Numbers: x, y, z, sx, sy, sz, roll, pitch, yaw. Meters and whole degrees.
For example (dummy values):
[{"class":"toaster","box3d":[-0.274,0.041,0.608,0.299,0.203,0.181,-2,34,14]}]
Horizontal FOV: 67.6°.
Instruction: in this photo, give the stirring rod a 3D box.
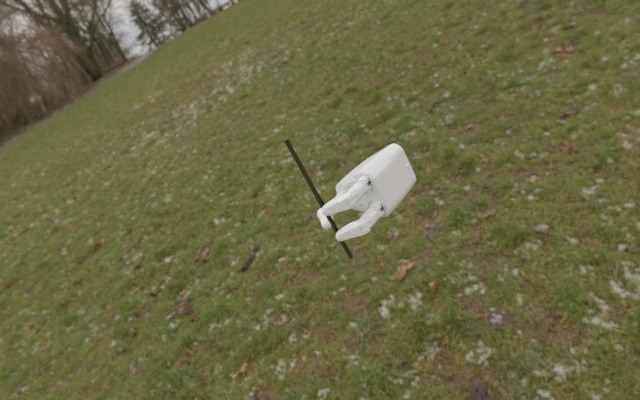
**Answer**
[{"class":"stirring rod","box3d":[0.000,0.003,0.810,0.011,0.240,0.011,-25,21,10]}]
